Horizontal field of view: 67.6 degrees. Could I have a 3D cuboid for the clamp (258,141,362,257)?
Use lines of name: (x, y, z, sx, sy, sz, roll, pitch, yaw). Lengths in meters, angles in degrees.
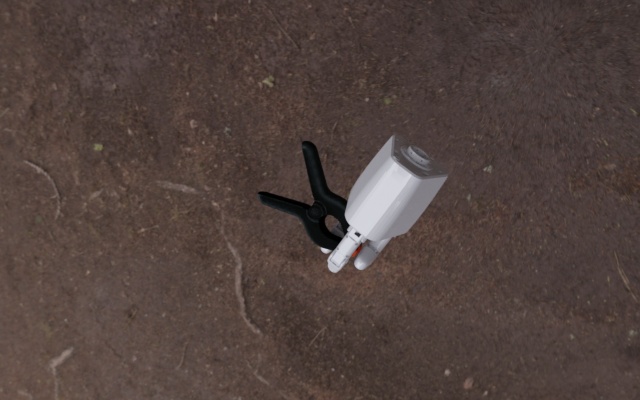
clamp: (0.000, 0.003, 0.674, 0.171, 0.120, 0.039, 39, 28, 9)
